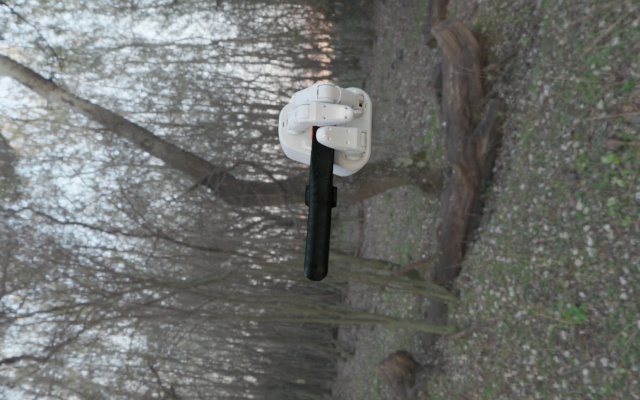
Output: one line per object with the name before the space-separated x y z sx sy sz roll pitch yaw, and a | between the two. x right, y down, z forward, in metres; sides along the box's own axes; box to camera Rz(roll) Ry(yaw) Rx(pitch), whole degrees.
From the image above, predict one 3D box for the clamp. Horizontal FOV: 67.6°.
clamp | -0.001 0.002 0.543 0.039 0.171 0.120 6 -5 -5
